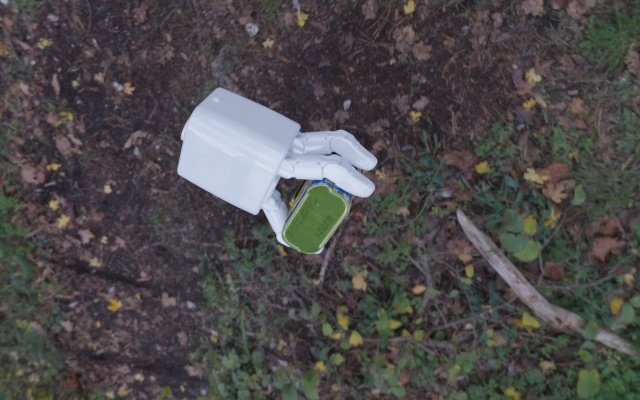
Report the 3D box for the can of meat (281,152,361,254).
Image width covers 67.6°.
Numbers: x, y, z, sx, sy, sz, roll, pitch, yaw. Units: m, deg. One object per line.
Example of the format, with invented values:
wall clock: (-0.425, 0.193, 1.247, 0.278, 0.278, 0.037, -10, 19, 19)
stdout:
can of meat: (0.000, 0.002, 0.560, 0.057, 0.102, 0.084, 29, 33, -7)
